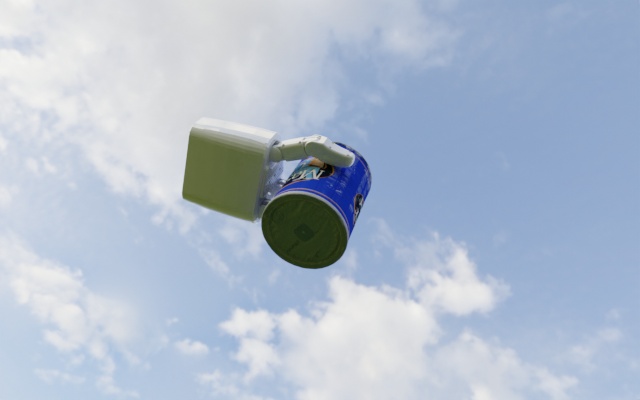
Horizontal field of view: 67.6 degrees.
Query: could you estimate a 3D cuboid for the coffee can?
[{"bbox_3d":[0.000,0.002,0.592,0.103,0.103,0.140,0,30,19],"label":"coffee can"}]
